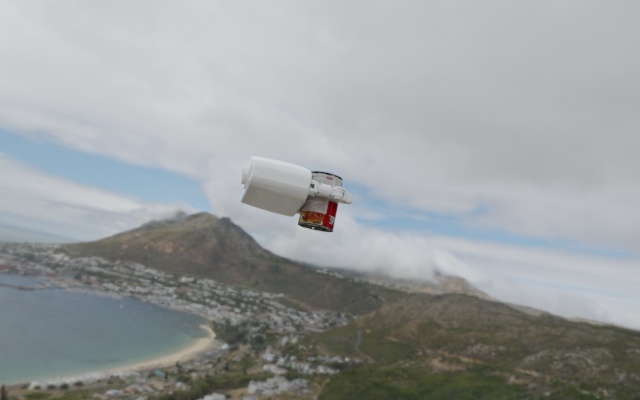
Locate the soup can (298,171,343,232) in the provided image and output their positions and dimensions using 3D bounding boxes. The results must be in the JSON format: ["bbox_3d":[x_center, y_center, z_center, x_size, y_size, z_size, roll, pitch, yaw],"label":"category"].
[{"bbox_3d":[0.001,0.003,0.896,0.068,0.102,0.068,11,-10,2],"label":"soup can"}]
